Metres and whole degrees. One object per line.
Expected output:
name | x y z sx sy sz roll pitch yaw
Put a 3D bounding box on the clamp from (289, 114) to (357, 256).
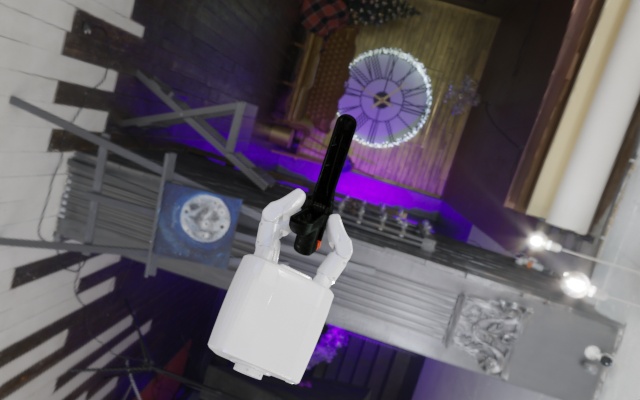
clamp | 0.001 0.003 0.600 0.036 0.164 0.210 22 -24 6
